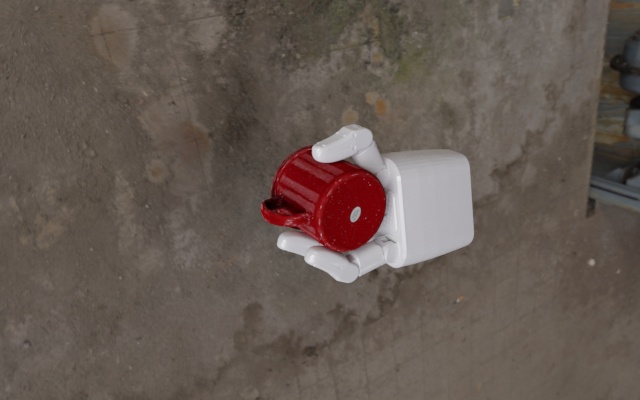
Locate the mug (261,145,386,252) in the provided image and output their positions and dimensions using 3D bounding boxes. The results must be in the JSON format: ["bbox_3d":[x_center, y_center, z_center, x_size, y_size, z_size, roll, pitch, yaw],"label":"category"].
[{"bbox_3d":[-0.001,0.002,0.463,0.117,0.093,0.081,-12,24,-29],"label":"mug"}]
